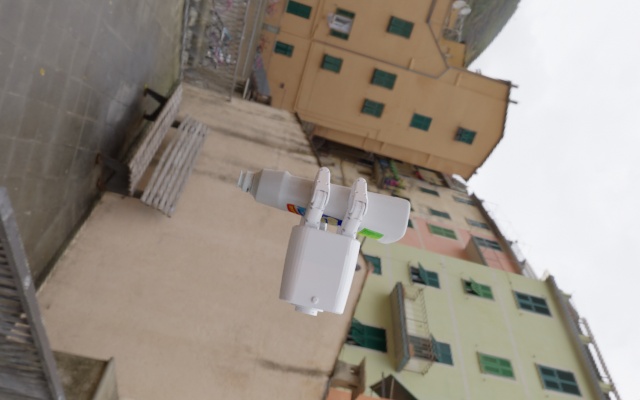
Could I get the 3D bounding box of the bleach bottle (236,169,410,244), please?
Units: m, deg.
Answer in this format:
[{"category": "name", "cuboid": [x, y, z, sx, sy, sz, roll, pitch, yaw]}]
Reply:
[{"category": "bleach bottle", "cuboid": [0.000, 0.002, 0.717, 0.251, 0.068, 0.102, 15, -12, -9]}]
